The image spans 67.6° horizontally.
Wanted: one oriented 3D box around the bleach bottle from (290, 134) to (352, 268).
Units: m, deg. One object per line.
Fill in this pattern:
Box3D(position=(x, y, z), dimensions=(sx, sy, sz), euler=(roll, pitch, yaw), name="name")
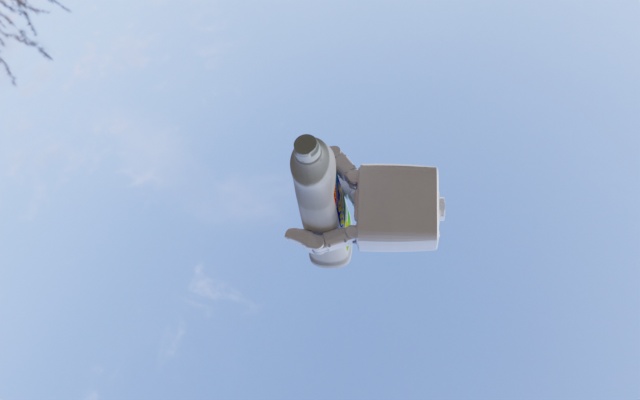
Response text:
Box3D(position=(0.000, 0.002, 0.654), dimensions=(0.068, 0.102, 0.251), euler=(0, -28, 9), name="bleach bottle")
